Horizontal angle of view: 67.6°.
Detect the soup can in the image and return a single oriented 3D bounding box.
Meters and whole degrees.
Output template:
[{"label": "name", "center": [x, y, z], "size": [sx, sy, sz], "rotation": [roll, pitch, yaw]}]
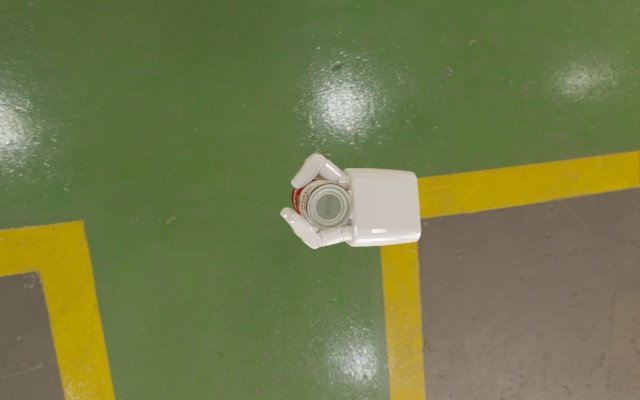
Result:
[{"label": "soup can", "center": [0.000, 0.002, 0.699], "size": [0.068, 0.068, 0.102], "rotation": [0, 8, -15]}]
